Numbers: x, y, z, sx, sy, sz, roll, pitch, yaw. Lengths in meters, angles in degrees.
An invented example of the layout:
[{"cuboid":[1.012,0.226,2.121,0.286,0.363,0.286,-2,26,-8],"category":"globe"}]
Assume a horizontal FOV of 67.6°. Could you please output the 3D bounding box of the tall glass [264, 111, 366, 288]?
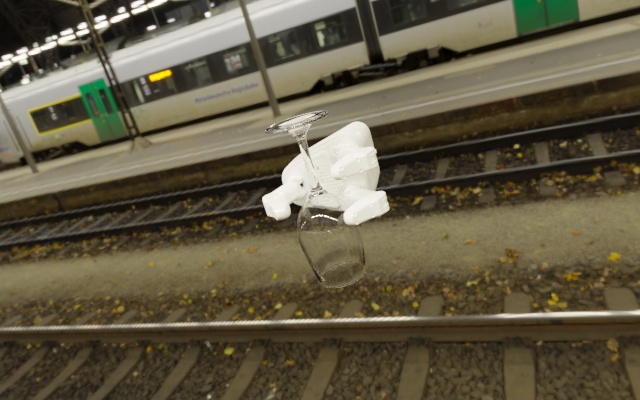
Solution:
[{"cuboid":[0.000,0.001,0.563,0.079,0.201,0.079,-15,18,5],"category":"tall glass"}]
